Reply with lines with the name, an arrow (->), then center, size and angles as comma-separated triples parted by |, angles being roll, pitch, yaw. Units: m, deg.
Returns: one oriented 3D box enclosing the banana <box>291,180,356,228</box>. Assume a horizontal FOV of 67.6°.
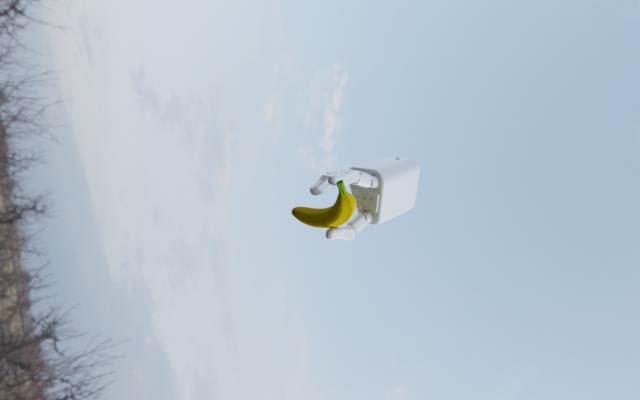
banana -> 0.011, 0.018, 0.854 | 0.037, 0.069, 0.198 | -30, 0, -33
